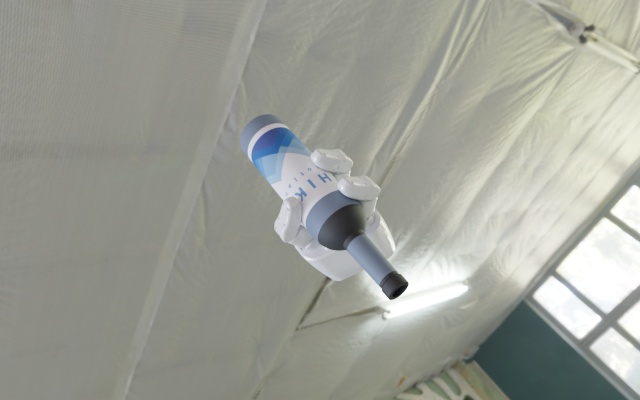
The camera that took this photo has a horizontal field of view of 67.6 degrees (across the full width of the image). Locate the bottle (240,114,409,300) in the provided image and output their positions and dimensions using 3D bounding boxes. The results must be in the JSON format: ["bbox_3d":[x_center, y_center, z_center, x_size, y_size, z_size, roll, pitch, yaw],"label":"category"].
[{"bbox_3d":[0.000,0.002,0.572,0.069,0.069,0.295,0,39,-45],"label":"bottle"}]
